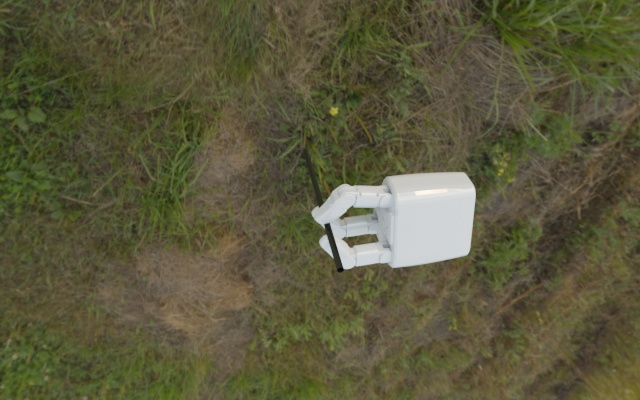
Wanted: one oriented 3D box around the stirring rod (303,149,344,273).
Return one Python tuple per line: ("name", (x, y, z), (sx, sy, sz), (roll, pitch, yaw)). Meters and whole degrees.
("stirring rod", (0.000, 0.002, 0.625), (0.011, 0.011, 0.239), (0, 39, -14))
